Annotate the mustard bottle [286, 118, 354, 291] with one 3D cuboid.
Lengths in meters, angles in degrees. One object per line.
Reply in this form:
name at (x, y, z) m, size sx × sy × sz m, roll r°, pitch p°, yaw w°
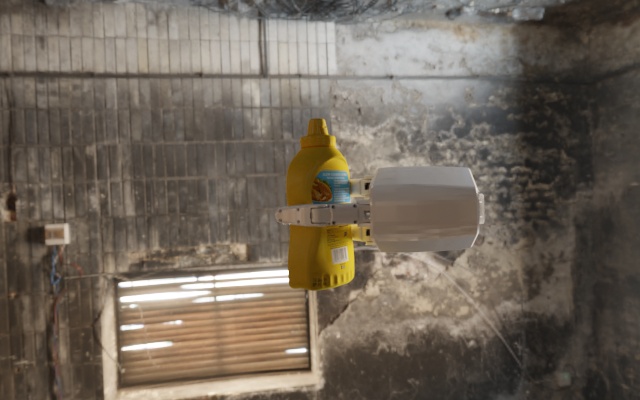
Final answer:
mustard bottle at (0.000, 0.002, 0.553) m, size 0.058 × 0.191 × 0.096 m, roll -1°, pitch 1°, yaw 36°
